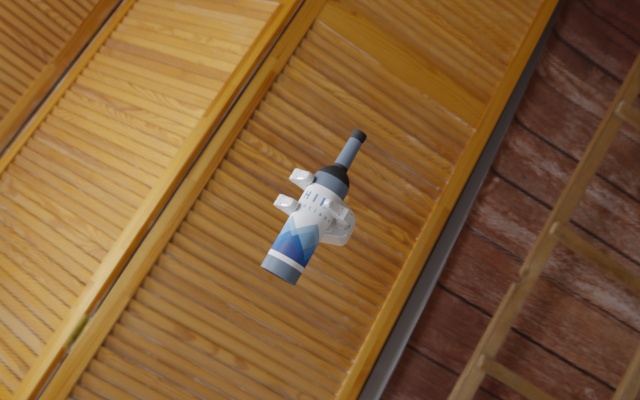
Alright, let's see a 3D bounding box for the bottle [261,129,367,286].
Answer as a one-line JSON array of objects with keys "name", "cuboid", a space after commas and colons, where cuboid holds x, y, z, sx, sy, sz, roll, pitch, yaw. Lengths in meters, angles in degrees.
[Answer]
[{"name": "bottle", "cuboid": [0.000, 0.003, 0.831, 0.069, 0.295, 0.069, 29, -13, 7]}]
